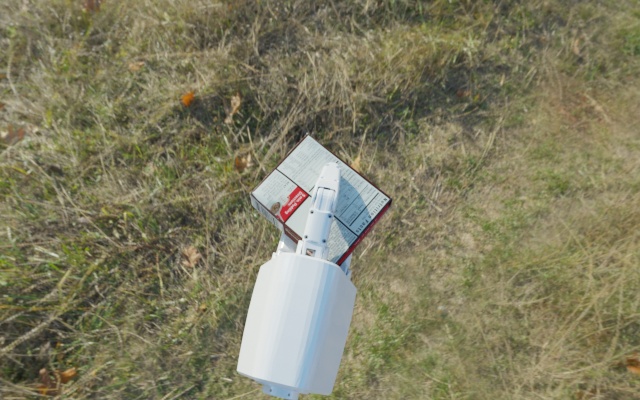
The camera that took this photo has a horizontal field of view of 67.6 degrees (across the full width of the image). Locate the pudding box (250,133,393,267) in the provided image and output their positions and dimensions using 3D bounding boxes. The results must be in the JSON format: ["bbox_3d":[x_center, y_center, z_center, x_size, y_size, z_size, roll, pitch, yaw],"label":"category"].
[{"bbox_3d":[0.000,0.002,0.472,0.113,0.090,0.039,40,-15,10],"label":"pudding box"}]
